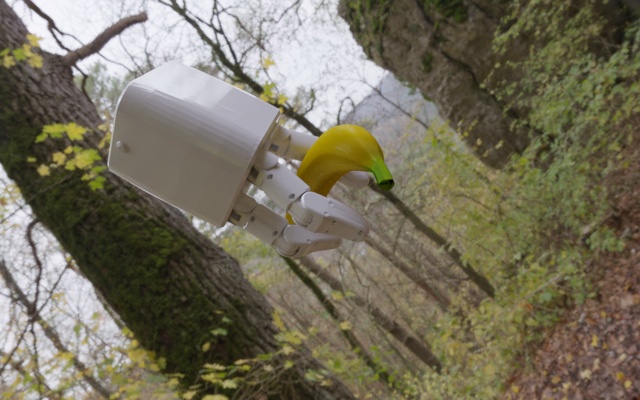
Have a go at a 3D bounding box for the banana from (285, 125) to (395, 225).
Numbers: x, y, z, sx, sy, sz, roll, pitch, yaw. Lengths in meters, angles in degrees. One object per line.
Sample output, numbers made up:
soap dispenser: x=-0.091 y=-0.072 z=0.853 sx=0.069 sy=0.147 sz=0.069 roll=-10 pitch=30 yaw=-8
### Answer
banana: x=0.003 y=-0.017 z=0.413 sx=0.037 sy=0.069 sz=0.198 roll=11 pitch=-19 yaw=-18
